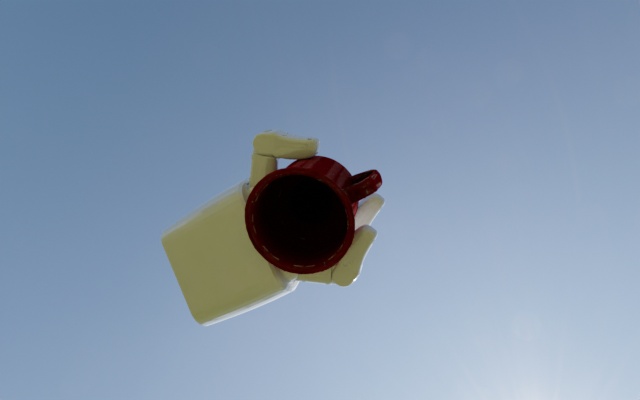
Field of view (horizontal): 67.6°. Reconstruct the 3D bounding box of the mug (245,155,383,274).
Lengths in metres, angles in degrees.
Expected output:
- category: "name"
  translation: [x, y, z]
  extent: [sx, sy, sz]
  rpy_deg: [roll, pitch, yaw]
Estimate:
- category: "mug"
  translation: [0.001, 0.001, 0.422]
  extent: [0.117, 0.093, 0.081]
  rpy_deg: [-27, 10, 18]
